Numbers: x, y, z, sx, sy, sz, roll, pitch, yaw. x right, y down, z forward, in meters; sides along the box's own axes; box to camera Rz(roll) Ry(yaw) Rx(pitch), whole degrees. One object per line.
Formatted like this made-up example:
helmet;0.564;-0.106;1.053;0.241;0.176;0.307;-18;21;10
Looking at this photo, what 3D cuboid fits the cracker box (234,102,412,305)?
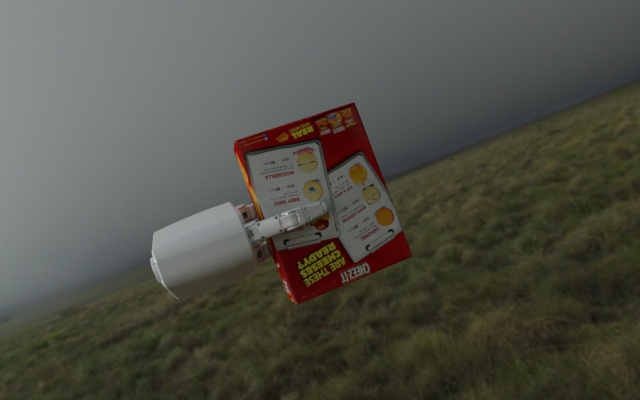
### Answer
cracker box;0.000;0.002;0.621;0.164;0.213;0.072;-20;0;-12
